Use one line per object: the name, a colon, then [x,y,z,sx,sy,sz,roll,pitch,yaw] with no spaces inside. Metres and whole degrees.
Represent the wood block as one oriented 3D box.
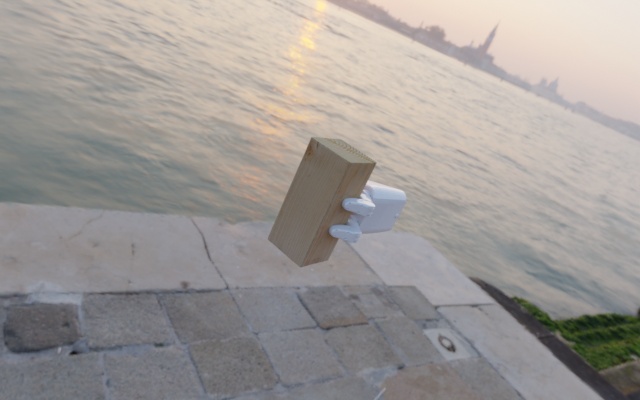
wood block: [0.000,0.002,0.835,0.090,0.206,0.090,37,24,29]
